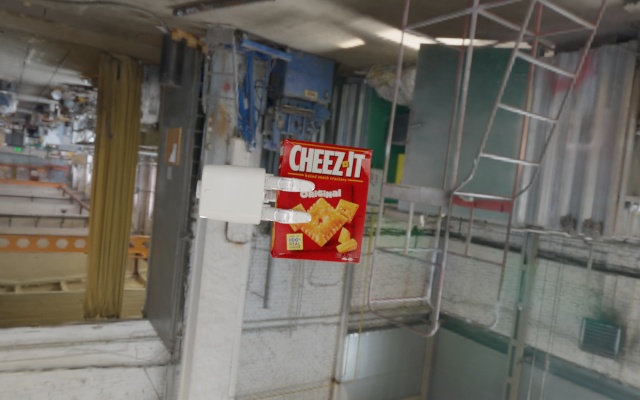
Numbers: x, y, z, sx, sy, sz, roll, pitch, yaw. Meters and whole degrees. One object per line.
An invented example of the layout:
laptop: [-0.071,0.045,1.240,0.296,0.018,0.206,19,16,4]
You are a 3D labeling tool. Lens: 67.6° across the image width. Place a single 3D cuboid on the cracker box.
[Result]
cracker box: [0.000,0.003,0.876,0.164,0.214,0.072,6,3,-10]
